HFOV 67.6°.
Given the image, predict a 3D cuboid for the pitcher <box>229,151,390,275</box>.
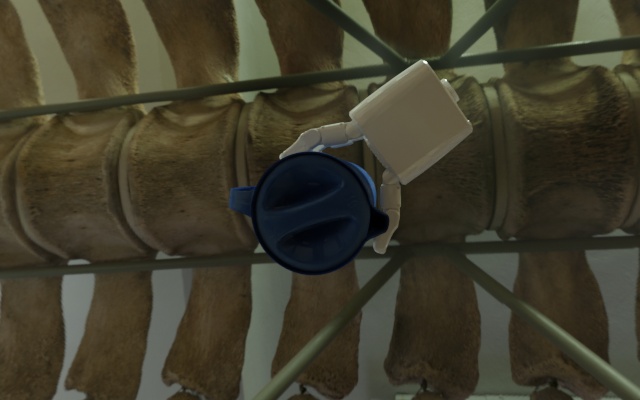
[{"bbox_3d":[0.000,0.002,0.621,0.145,0.149,0.243,-39,-3,11],"label":"pitcher"}]
